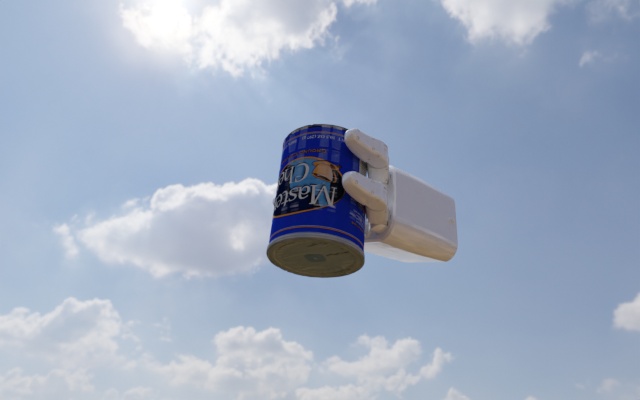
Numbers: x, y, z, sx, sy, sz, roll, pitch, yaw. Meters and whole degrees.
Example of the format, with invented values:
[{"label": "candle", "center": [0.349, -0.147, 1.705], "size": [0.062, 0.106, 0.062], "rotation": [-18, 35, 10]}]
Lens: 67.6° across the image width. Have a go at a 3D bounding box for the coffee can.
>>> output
[{"label": "coffee can", "center": [0.000, 0.002, 0.530], "size": [0.103, 0.140, 0.103], "rotation": [4, -30, 2]}]
